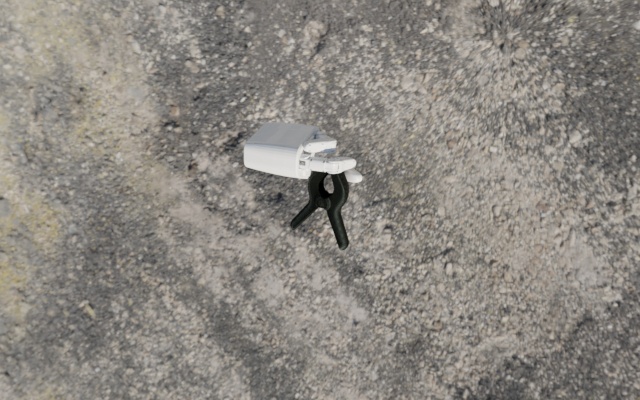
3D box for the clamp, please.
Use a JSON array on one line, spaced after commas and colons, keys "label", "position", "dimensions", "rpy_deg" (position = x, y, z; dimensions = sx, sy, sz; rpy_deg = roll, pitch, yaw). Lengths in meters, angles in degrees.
[{"label": "clamp", "position": [0.000, 0.003, 0.876], "dimensions": [0.120, 0.171, 0.039], "rpy_deg": [10, 21, 18]}]
